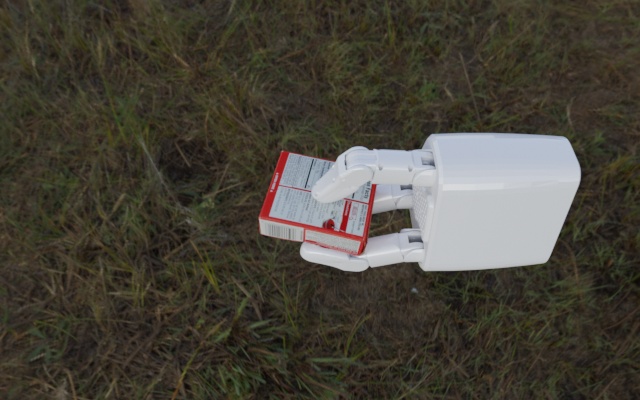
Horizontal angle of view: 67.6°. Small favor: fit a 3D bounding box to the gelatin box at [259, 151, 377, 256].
[{"bbox_3d":[0.000,0.001,0.403,0.089,0.073,0.030,12,-34,3],"label":"gelatin box"}]
